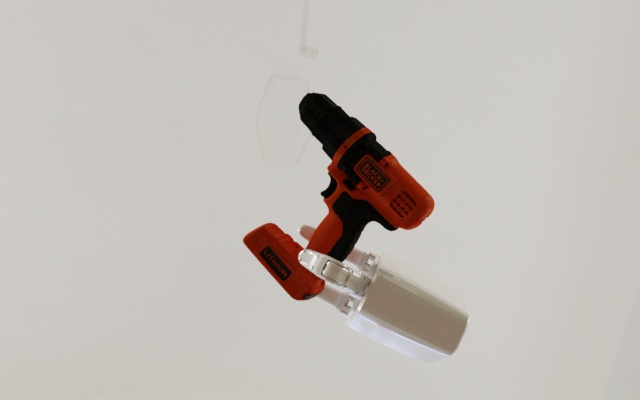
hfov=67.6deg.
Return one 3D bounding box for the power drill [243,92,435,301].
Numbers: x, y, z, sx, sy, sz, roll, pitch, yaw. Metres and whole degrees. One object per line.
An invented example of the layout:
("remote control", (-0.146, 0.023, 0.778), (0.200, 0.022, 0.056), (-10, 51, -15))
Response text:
("power drill", (0.000, 0.002, 0.521), (0.188, 0.184, 0.057), (-48, -15, 19))
